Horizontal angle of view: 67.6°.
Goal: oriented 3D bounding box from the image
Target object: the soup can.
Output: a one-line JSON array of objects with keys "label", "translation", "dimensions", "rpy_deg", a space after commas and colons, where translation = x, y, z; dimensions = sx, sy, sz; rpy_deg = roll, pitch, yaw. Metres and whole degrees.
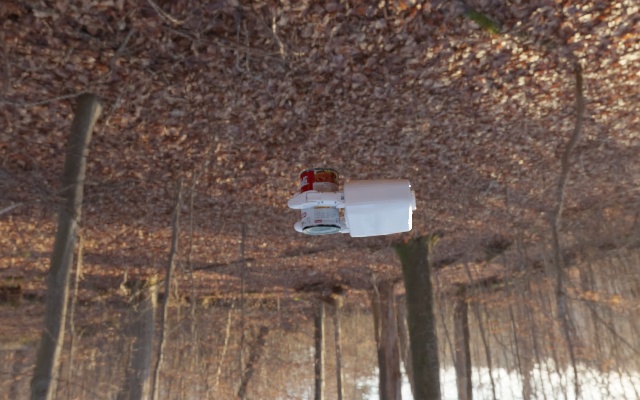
[{"label": "soup can", "translation": [0.000, 0.003, 0.817], "dimensions": [0.068, 0.102, 0.068], "rpy_deg": [-2, -15, -1]}]
